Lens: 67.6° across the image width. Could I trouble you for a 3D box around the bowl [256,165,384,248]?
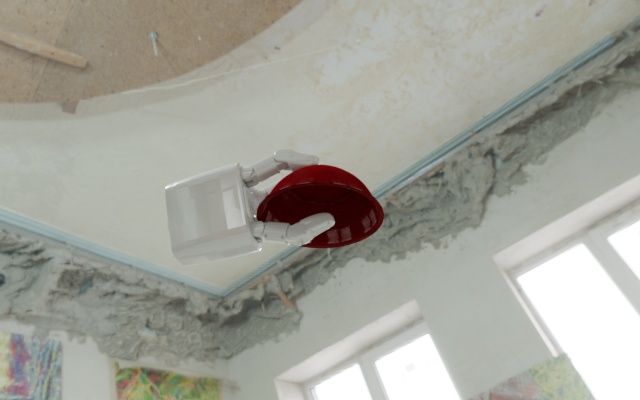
[{"bbox_3d":[0.001,0.002,0.620,0.162,0.055,0.162,1,-33,0],"label":"bowl"}]
